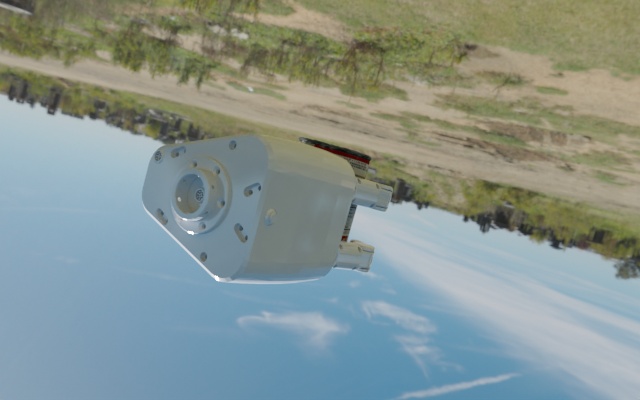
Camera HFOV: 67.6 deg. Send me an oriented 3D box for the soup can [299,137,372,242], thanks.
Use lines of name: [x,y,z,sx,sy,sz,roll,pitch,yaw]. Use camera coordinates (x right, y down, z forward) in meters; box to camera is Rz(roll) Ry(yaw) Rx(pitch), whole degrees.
soup can: [0.000,0.002,0.431,0.068,0.102,0.068,15,3,-1]
